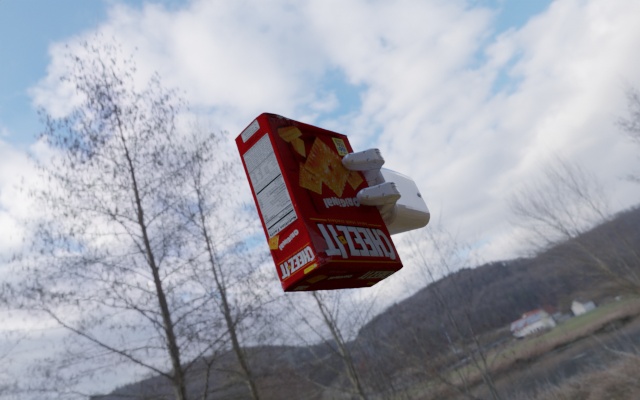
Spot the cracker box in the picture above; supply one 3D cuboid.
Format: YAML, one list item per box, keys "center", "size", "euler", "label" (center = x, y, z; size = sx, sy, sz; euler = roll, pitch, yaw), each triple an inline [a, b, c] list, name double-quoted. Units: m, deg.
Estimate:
- center: [0.000, 0.002, 0.605]
  size: [0.164, 0.213, 0.072]
  euler: [8, -38, -47]
  label: "cracker box"
